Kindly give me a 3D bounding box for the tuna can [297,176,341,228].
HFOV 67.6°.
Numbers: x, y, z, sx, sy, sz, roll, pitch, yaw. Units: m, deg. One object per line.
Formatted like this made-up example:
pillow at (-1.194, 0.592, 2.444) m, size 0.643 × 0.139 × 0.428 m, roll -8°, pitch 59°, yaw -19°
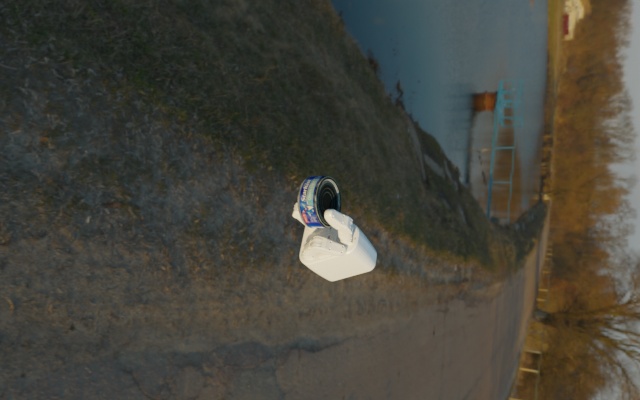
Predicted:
tuna can at (0.001, 0.002, 0.776) m, size 0.034 × 0.086 × 0.086 m, roll -2°, pitch -1°, yaw 31°
